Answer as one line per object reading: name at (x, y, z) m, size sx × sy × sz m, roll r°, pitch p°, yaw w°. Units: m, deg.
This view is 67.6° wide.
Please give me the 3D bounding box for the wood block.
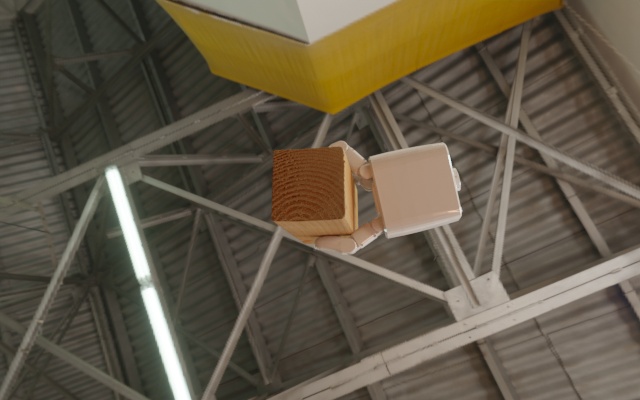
wood block at (0.001, 0.002, 0.664) m, size 0.090 × 0.090 × 0.206 m, roll -2°, pitch -13°, yaw 9°
